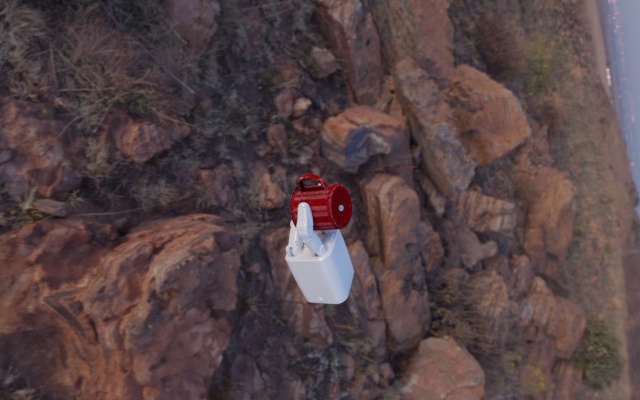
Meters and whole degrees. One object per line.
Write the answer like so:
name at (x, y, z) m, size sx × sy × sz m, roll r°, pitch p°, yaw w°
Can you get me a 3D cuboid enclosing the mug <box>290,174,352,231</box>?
mug at (0.000, 0.002, 0.854) m, size 0.081 × 0.117 × 0.093 m, roll -5°, pitch 31°, yaw 33°
